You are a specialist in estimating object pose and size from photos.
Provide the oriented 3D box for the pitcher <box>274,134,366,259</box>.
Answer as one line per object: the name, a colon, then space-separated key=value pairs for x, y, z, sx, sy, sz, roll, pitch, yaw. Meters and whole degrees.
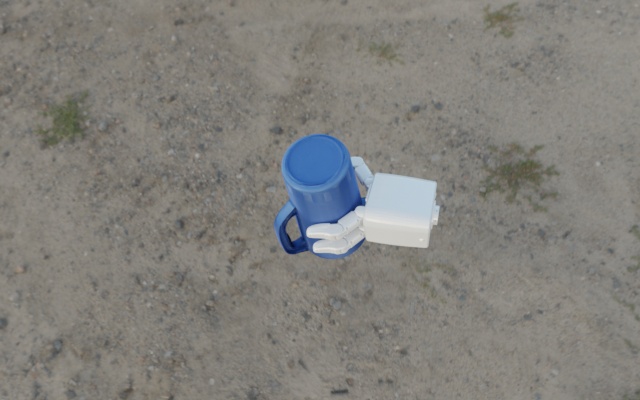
pitcher: x=0.000 y=0.003 z=0.822 sx=0.145 sy=0.149 sz=0.243 roll=9 pitch=-27 yaw=15
